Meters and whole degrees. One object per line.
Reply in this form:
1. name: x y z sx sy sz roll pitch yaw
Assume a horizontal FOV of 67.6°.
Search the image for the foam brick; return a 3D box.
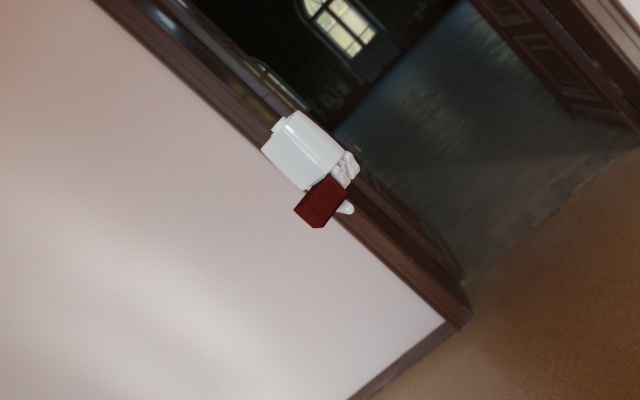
1. foam brick: 0.000 0.003 0.816 0.051 0.078 0.053 43 -20 -12
